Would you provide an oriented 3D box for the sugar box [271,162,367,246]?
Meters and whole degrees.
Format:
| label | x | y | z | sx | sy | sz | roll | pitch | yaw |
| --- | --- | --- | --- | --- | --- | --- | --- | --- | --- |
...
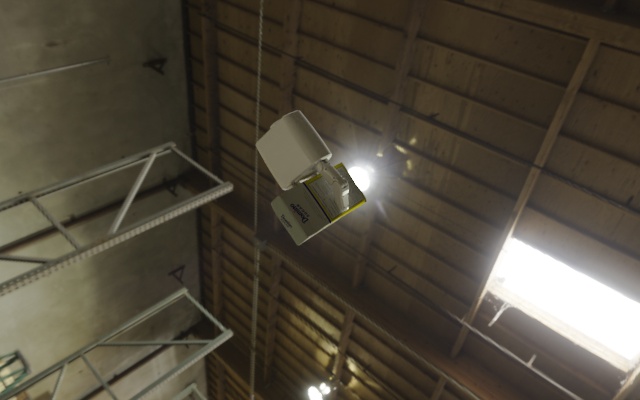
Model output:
| label | x | y | z | sx | sy | sz | roll | pitch | yaw |
| --- | --- | --- | --- | --- | --- | --- | --- | --- | --- |
| sugar box | 0.000 | 0.003 | 0.886 | 0.176 | 0.093 | 0.048 | -30 | -7 | -39 |
